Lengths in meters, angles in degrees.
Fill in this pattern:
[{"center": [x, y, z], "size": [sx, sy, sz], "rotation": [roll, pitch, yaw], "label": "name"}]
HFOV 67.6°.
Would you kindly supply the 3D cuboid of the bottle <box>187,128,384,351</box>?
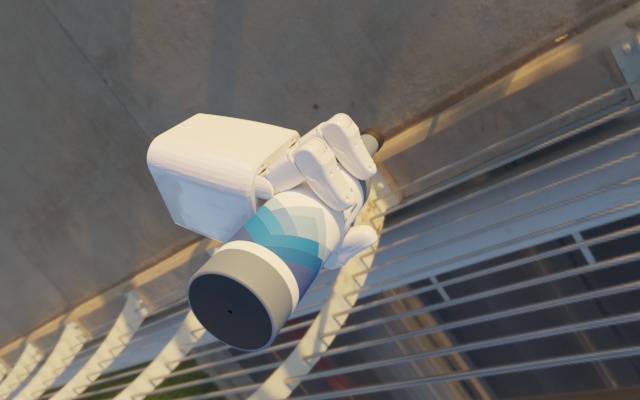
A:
[{"center": [0.000, 0.002, 0.419], "size": [0.069, 0.069, 0.295], "rotation": [0, 29, 27], "label": "bottle"}]
